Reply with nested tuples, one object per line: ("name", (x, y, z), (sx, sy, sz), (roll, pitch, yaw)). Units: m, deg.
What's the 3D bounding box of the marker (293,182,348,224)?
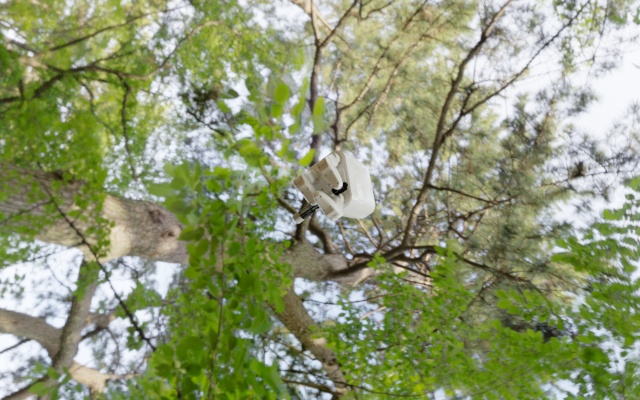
("marker", (0.000, 0.003, 0.854), (0.121, 0.020, 0.020), (-35, -16, 23))
